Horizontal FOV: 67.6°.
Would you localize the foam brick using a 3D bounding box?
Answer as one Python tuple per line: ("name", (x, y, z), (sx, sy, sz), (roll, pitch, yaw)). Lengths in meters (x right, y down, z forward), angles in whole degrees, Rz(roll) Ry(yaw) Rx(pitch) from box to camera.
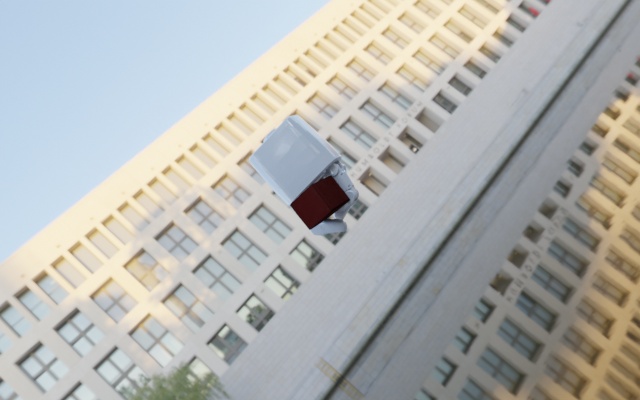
("foam brick", (0.000, 0.002, 0.737), (0.053, 0.051, 0.078), (-40, -4, 27))
